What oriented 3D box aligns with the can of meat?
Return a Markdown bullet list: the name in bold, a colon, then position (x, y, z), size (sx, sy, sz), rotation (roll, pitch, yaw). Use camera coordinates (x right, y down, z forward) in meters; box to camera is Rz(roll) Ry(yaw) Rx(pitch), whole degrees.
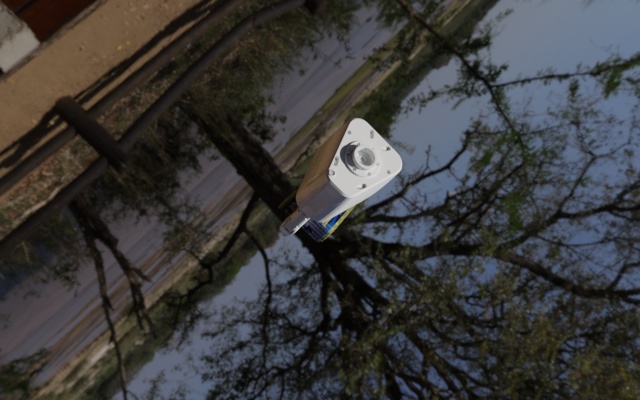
- **can of meat**: position (0.000, 0.003, 0.738), size (0.102, 0.084, 0.057), rotation (-47, 3, -32)
